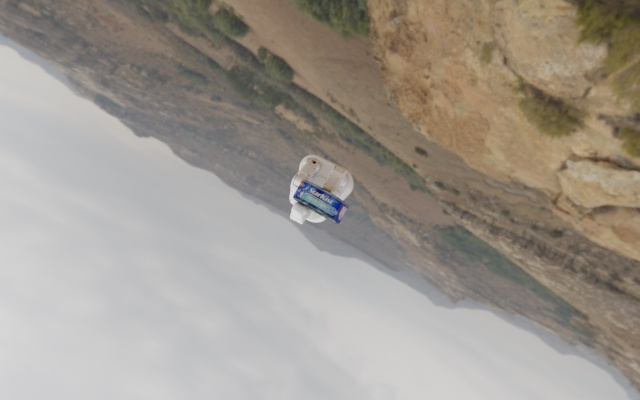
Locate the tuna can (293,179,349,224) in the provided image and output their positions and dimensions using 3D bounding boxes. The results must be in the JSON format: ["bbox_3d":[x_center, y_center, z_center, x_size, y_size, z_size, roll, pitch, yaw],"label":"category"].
[{"bbox_3d":[0.000,0.003,0.749,0.086,0.034,0.086,30,-4,2],"label":"tuna can"}]
